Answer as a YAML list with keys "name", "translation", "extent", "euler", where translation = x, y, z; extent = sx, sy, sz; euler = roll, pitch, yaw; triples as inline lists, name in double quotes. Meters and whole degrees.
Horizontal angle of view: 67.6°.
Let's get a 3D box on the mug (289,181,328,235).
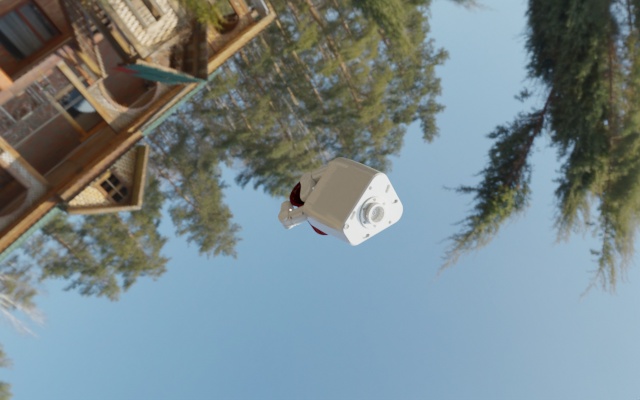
- name: "mug"
  translation: [-0.001, 0.003, 0.836]
  extent: [0.093, 0.081, 0.117]
  euler: [-43, 32, -14]
